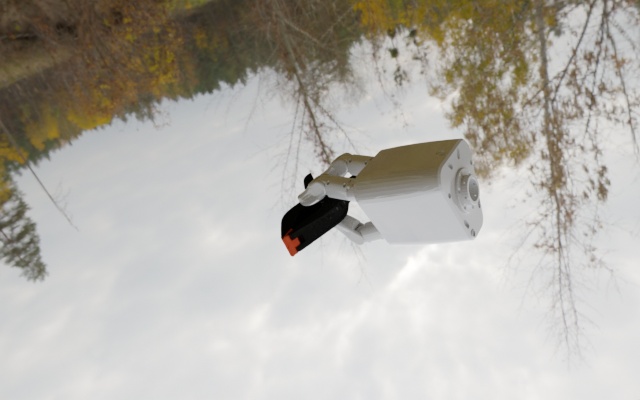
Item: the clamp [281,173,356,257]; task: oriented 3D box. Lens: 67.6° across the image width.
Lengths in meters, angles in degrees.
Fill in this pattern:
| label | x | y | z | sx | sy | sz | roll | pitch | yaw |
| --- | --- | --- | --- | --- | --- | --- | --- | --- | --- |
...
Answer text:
| label | x | y | z | sx | sy | sz | roll | pitch | yaw |
| --- | --- | --- | --- | --- | --- | --- | --- | --- | --- |
| clamp | 0.000 | 0.003 | 0.646 | 0.164 | 0.036 | 0.210 | -10 | 26 | 42 |
